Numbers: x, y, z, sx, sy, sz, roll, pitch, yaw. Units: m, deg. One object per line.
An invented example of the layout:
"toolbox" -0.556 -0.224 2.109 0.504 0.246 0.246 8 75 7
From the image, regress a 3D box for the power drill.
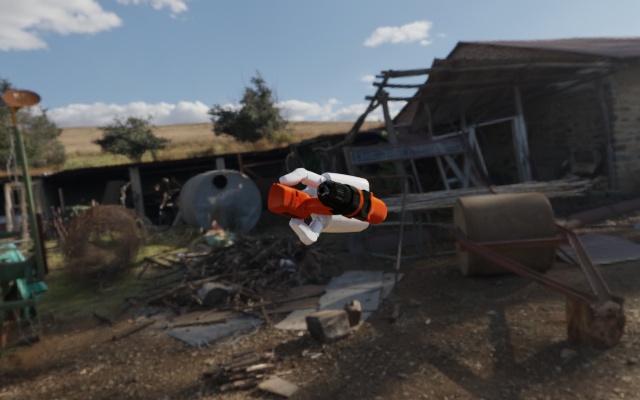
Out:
"power drill" 0.000 0.003 0.843 0.187 0.057 0.184 4 -12 37
